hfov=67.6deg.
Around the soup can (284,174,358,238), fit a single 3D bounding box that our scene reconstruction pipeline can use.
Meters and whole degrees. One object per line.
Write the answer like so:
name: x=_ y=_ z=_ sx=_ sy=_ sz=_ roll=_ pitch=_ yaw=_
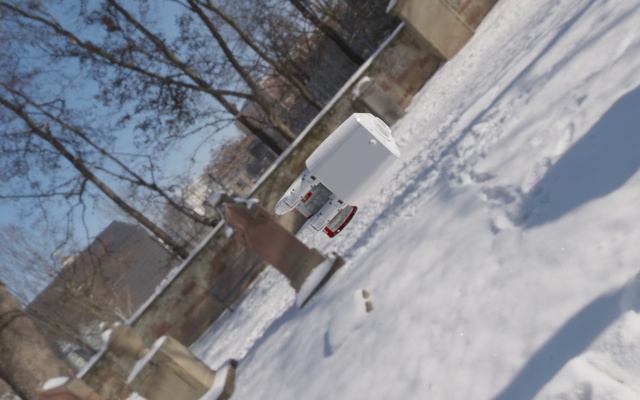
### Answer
soup can: x=0.000 y=0.003 z=0.767 sx=0.102 sy=0.068 sz=0.068 roll=41 pitch=-7 yaw=-8
